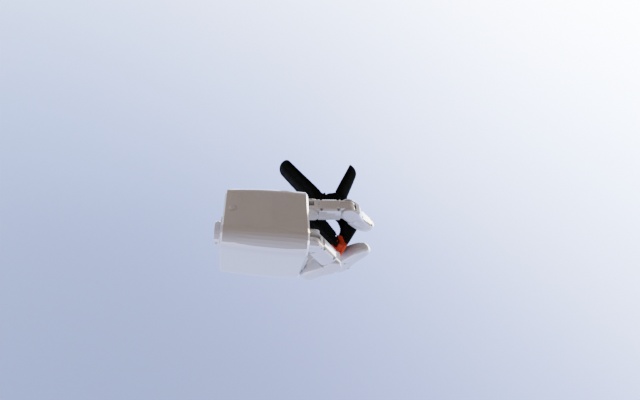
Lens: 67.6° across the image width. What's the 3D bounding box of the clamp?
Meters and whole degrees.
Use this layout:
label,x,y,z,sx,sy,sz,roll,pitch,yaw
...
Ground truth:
label,x,y,z,sx,sy,sz,roll,pitch,yaw
clamp,0.000,0.003,0.682,0.120,0.039,0.171,5,44,-9
